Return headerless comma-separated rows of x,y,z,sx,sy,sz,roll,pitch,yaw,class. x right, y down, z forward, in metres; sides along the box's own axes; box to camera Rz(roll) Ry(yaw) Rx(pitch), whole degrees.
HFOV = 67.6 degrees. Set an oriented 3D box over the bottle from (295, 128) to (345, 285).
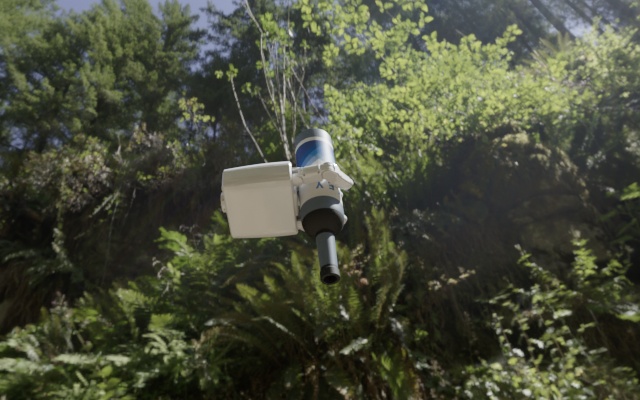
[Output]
0.000,0.002,0.751,0.069,0.295,0.069,-4,-44,-4,bottle
